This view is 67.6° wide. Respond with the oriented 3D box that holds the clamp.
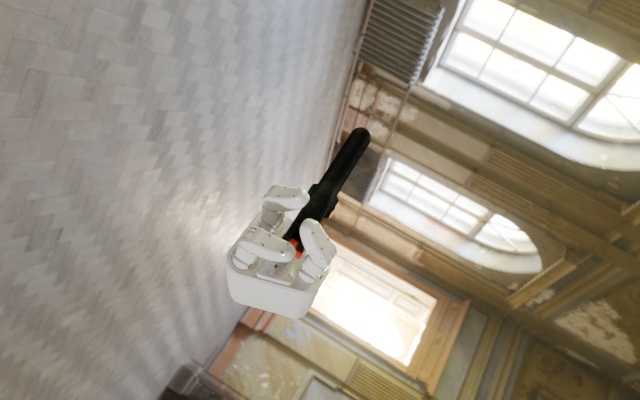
[{"bbox_3d":[0.001,0.002,0.555,0.039,0.171,0.120,31,-31,8],"label":"clamp"}]
